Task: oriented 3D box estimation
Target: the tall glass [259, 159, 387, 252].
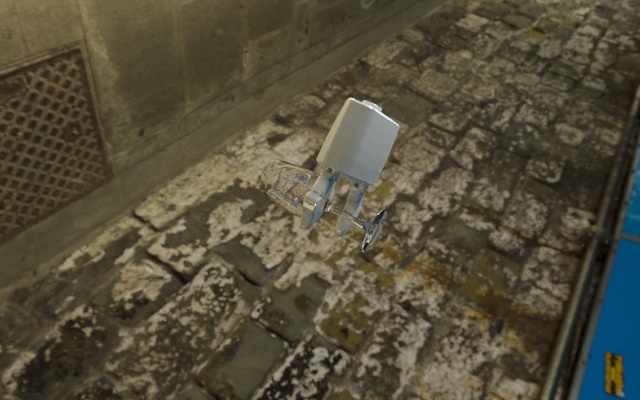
[{"bbox_3d":[0.001,0.003,0.755,0.201,0.079,0.079,27,10,20],"label":"tall glass"}]
